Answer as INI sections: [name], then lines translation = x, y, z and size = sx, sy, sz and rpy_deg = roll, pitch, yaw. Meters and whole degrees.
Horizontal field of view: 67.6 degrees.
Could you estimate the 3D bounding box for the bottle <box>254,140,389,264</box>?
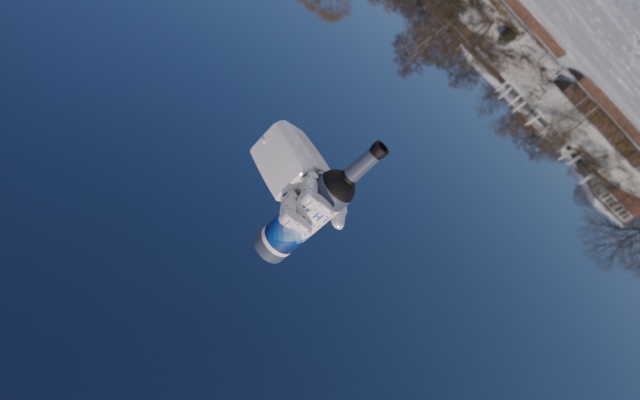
[bottle]
translation = 0.000, 0.003, 0.804
size = 0.296, 0.069, 0.069
rpy_deg = -42, -24, 30
